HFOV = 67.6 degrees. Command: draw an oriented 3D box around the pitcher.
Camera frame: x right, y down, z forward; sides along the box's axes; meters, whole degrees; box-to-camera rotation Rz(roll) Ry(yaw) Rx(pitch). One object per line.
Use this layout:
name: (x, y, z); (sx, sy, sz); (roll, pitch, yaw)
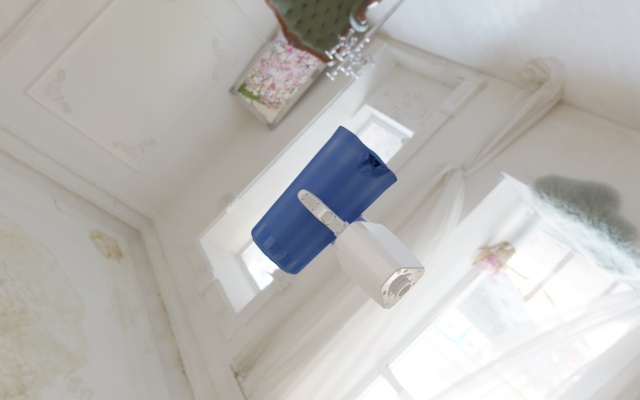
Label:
pitcher: (0.000, 0.003, 0.809); (0.145, 0.243, 0.149); (45, 1, 32)
